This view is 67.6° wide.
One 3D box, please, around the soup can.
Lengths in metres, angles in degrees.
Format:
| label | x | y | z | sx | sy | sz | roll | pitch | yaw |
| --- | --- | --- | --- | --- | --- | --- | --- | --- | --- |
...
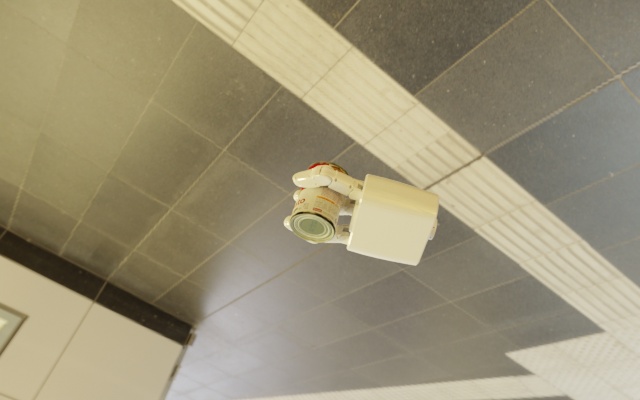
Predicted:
| label | x | y | z | sx | sy | sz | roll | pitch | yaw |
| --- | --- | --- | --- | --- | --- | --- | --- | --- | --- |
| soup can | 0.000 | 0.002 | 0.693 | 0.068 | 0.102 | 0.069 | 10 | -39 | 9 |
